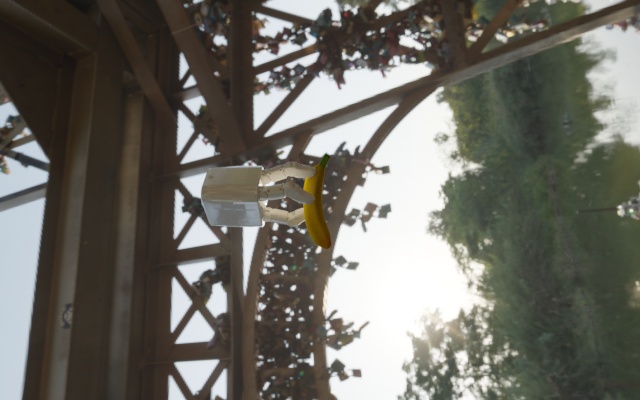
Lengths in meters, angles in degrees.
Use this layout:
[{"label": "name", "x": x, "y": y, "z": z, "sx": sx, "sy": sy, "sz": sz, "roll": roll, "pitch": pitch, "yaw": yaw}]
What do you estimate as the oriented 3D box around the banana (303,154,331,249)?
[{"label": "banana", "x": -0.008, "y": 0.008, "z": 0.894, "sx": 0.037, "sy": 0.197, "sz": 0.070, "roll": 11, "pitch": -31, "yaw": -22}]
